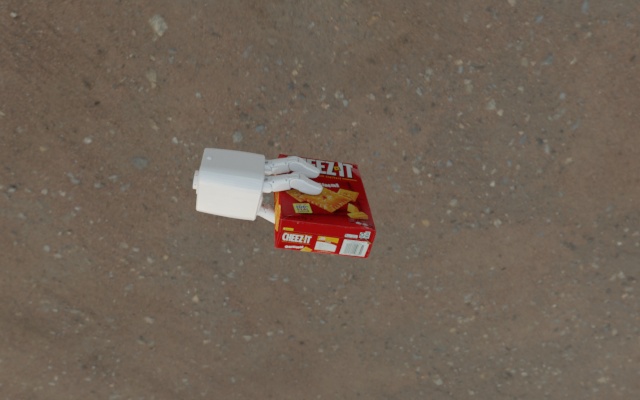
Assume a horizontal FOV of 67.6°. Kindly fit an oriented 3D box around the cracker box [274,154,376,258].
[{"bbox_3d":[0.000,0.003,0.867,0.164,0.072,0.213,8,35,-11],"label":"cracker box"}]
